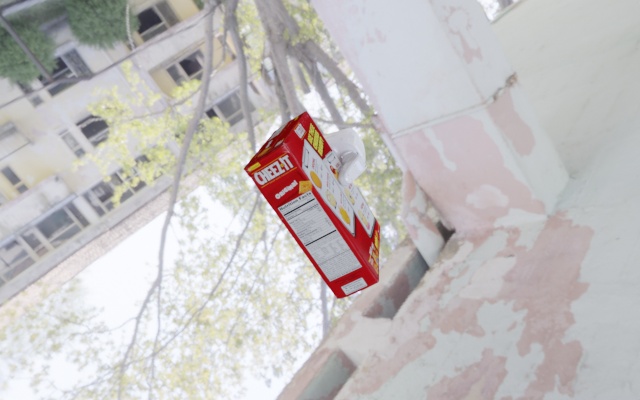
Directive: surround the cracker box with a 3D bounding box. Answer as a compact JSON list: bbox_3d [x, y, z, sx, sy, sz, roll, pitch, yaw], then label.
[{"bbox_3d":[0.000,0.002,0.649,0.072,0.214,0.164,-29,16,19],"label":"cracker box"}]
